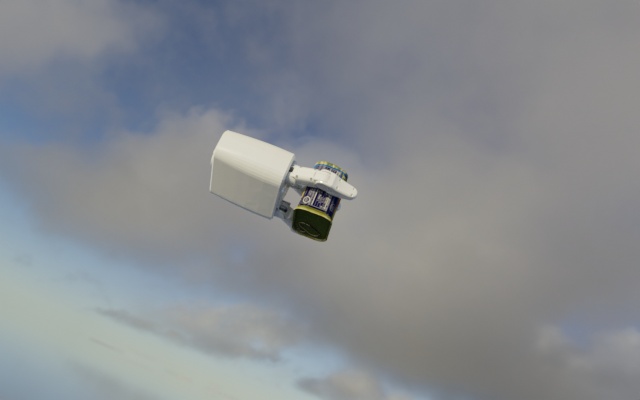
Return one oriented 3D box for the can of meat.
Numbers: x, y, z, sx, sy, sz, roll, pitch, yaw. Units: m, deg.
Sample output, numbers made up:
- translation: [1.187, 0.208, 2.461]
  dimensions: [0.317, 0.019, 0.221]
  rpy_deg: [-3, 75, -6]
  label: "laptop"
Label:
- translation: [0.000, 0.002, 0.708]
  dimensions: [0.057, 0.084, 0.102]
  rpy_deg: [21, -24, 4]
  label: "can of meat"
